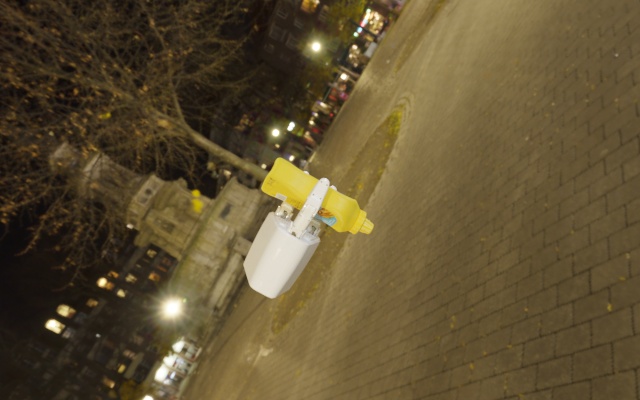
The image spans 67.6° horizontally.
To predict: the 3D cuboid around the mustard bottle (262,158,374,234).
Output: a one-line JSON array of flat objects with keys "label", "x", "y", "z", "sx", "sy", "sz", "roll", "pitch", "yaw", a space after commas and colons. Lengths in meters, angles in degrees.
[{"label": "mustard bottle", "x": 0.000, "y": 0.002, "z": 0.779, "sx": 0.191, "sy": 0.058, "sz": 0.096, "roll": 29, "pitch": -17, "yaw": -5}]
